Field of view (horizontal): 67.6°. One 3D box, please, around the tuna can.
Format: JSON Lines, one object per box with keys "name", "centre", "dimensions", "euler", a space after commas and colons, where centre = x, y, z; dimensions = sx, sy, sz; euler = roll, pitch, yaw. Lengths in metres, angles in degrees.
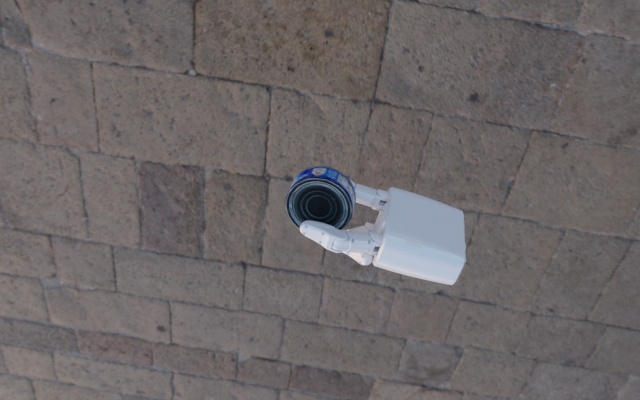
{"name": "tuna can", "centre": [0.000, 0.002, 0.599], "dimensions": [0.086, 0.086, 0.033], "euler": [0, 28, 11]}
